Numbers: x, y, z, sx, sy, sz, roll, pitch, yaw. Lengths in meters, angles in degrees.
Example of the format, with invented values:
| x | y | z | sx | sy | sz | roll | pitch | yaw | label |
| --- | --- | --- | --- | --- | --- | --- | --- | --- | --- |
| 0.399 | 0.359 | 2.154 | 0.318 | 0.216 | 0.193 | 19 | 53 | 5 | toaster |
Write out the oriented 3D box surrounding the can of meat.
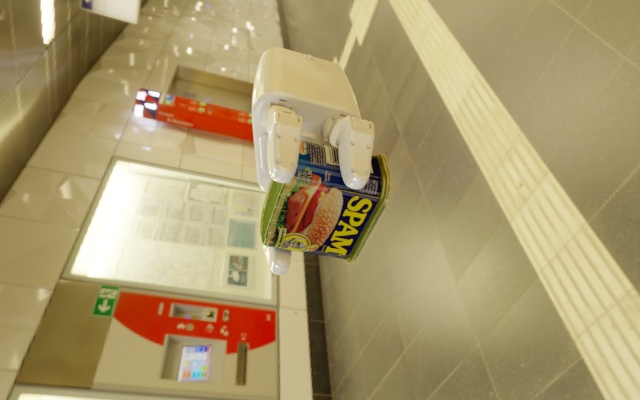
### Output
| x | y | z | sx | sy | sz | roll | pitch | yaw | label |
| --- | --- | --- | --- | --- | --- | --- | --- | --- | --- |
| 0.000 | 0.001 | 0.404 | 0.084 | 0.102 | 0.057 | 11 | 41 | -14 | can of meat |
